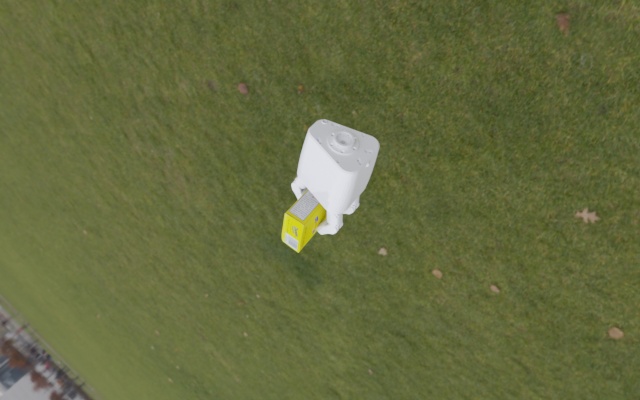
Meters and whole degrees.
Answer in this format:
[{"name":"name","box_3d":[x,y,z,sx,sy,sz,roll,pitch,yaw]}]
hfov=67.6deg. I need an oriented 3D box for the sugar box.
[{"name":"sugar box","box_3d":[0.001,0.003,0.860,0.048,0.176,0.093,34,-34,15]}]
